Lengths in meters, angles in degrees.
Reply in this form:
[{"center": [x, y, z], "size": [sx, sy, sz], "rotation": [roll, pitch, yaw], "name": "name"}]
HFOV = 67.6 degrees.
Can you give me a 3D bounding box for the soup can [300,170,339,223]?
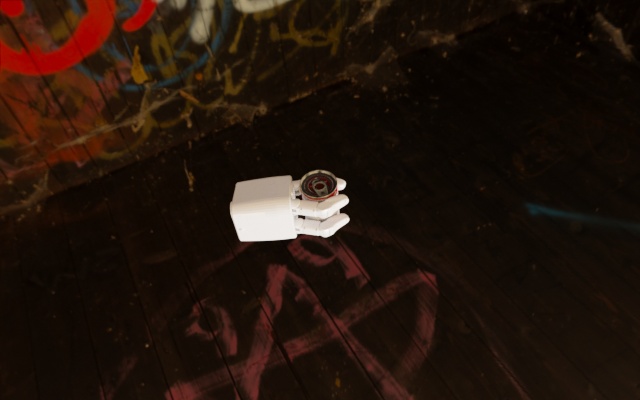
[{"center": [0.001, 0.003, 0.888], "size": [0.068, 0.068, 0.102], "rotation": [0, -41, 6], "name": "soup can"}]
